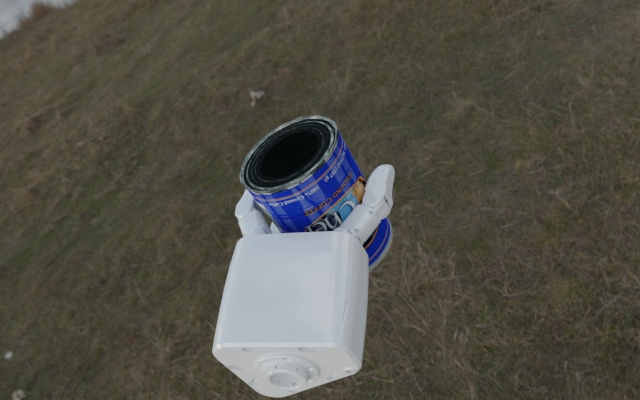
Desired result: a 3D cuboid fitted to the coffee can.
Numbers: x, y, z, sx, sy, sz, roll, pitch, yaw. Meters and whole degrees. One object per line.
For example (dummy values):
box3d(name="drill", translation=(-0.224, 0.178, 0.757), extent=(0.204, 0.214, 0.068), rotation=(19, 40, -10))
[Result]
box3d(name="coffee can", translation=(0.000, 0.002, 0.479), extent=(0.103, 0.102, 0.140), rotation=(0, -42, 36))
